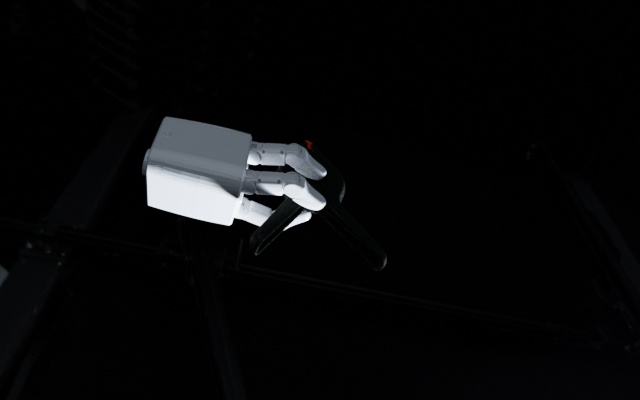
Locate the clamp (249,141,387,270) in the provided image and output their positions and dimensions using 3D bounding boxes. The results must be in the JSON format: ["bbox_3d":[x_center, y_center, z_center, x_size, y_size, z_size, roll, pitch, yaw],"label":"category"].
[{"bbox_3d":[0.000,0.002,0.609,0.164,0.036,0.209,15,41,-14],"label":"clamp"}]
